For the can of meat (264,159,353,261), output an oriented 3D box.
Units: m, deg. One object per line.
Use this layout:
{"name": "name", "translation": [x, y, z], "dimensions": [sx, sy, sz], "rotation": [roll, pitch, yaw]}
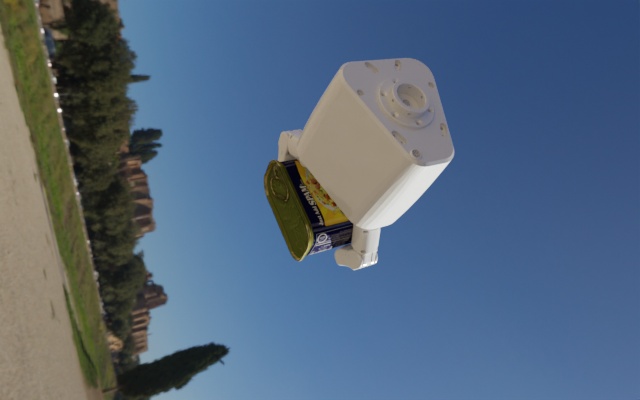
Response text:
{"name": "can of meat", "translation": [0.000, 0.002, 0.491], "dimensions": [0.084, 0.102, 0.057], "rotation": [-13, -27, -27]}
